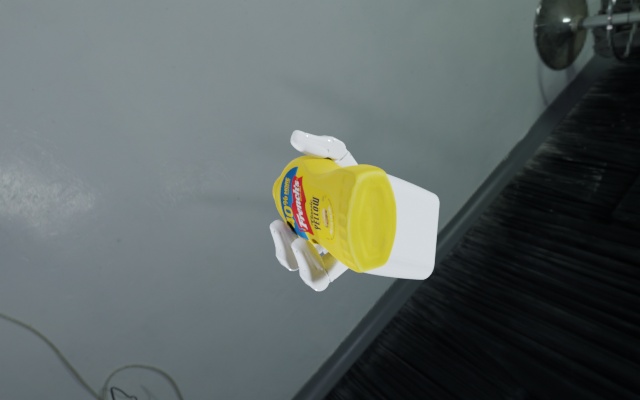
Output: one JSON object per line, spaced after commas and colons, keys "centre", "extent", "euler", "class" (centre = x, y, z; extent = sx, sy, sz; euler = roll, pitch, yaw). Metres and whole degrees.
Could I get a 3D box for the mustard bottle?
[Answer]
{"centre": [0.000, 0.002, 0.504], "extent": [0.058, 0.096, 0.191], "euler": [-13, 18, -28], "class": "mustard bottle"}
